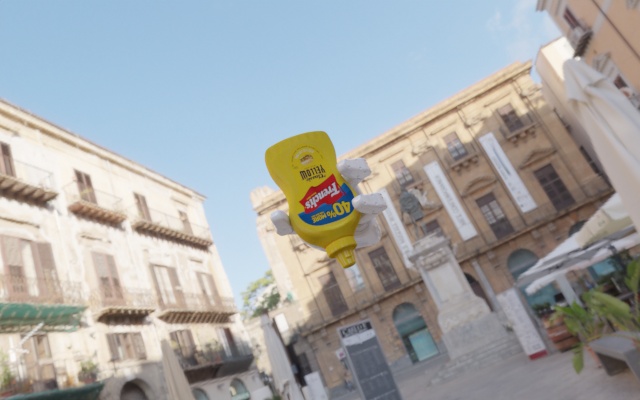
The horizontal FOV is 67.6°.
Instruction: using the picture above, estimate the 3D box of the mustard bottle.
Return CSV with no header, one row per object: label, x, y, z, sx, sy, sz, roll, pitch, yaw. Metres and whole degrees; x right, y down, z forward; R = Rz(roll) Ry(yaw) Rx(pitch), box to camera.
mustard bottle,0.000,0.002,0.641,0.096,0.191,0.058,-19,-21,-15
